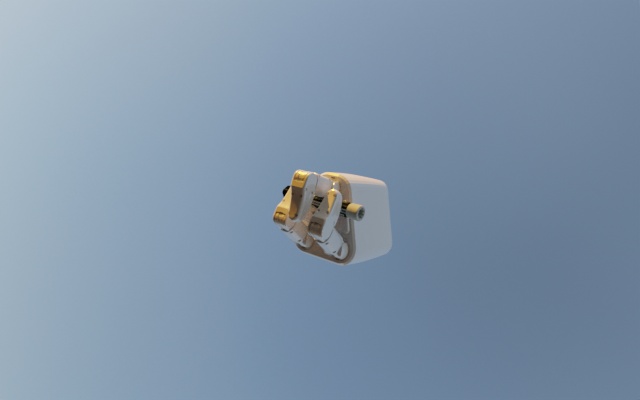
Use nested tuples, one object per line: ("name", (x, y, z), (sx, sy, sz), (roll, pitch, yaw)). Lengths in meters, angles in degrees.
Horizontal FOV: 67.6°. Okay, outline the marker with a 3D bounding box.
("marker", (0.000, 0.002, 0.589), (0.121, 0.020, 0.020), (16, 9, 36))
